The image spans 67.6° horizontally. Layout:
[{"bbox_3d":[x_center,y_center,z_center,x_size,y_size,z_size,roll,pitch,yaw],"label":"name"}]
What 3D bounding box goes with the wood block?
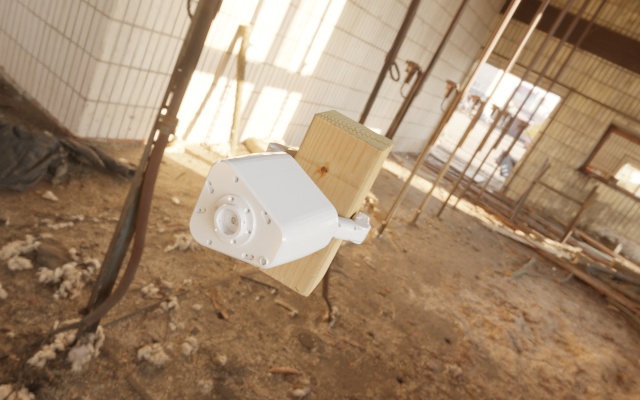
[{"bbox_3d":[0.000,0.002,0.599,0.091,0.206,0.090,30,20,9],"label":"wood block"}]
